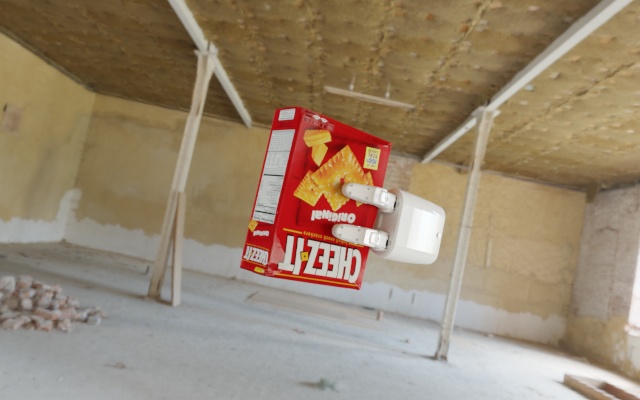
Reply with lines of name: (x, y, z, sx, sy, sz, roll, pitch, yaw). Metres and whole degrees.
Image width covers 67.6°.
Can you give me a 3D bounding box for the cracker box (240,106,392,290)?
cracker box: (0.000, 0.002, 0.637, 0.164, 0.213, 0.072, 16, -6, -38)
